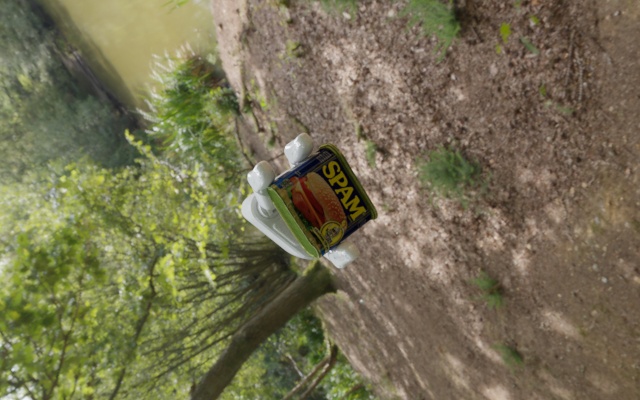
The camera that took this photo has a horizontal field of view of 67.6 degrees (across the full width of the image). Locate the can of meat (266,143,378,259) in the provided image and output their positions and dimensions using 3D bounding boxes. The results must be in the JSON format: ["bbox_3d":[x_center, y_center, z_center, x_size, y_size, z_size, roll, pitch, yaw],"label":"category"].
[{"bbox_3d":[0.000,0.002,0.530,0.084,0.102,0.057,-36,12,-16],"label":"can of meat"}]
